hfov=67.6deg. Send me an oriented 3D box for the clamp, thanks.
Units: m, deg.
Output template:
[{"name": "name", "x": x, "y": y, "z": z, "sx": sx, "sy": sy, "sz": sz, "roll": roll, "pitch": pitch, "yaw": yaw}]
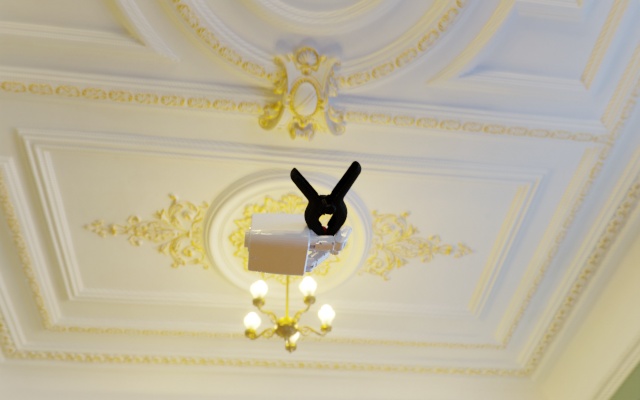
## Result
[{"name": "clamp", "x": 0.000, "y": 0.003, "z": 0.840, "sx": 0.120, "sy": 0.172, "sz": 0.039, "roll": 4, "pitch": 35, "yaw": -8}]
